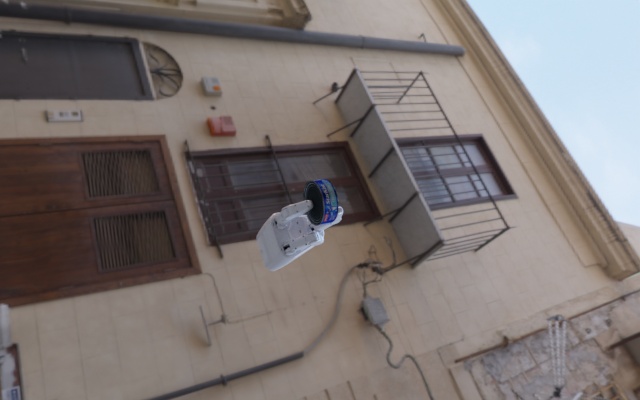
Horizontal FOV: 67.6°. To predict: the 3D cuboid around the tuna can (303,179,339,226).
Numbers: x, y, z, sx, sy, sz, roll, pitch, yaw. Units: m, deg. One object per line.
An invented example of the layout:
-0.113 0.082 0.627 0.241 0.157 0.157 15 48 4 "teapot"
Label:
0.001 0.003 0.899 0.034 0.086 0.086 -9 4 -26 "tuna can"
